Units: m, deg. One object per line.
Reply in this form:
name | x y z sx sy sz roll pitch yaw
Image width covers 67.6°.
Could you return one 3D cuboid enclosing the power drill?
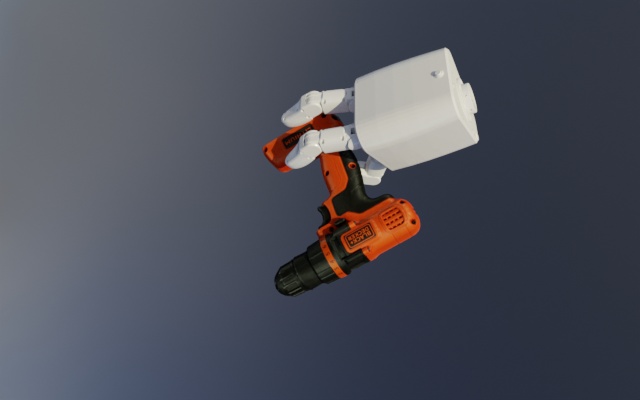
power drill | 0.000 0.001 0.575 0.184 0.187 0.057 -29 -19 7
